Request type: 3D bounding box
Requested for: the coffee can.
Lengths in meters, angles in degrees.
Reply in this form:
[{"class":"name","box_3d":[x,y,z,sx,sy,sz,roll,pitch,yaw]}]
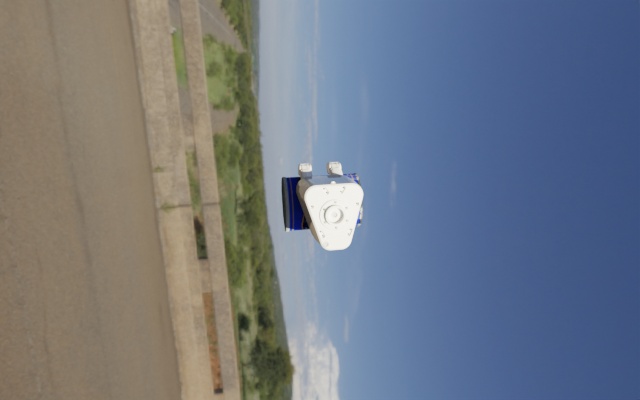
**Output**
[{"class":"coffee can","box_3d":[0.000,0.003,0.900,0.140,0.103,0.103,-4,0,-7]}]
